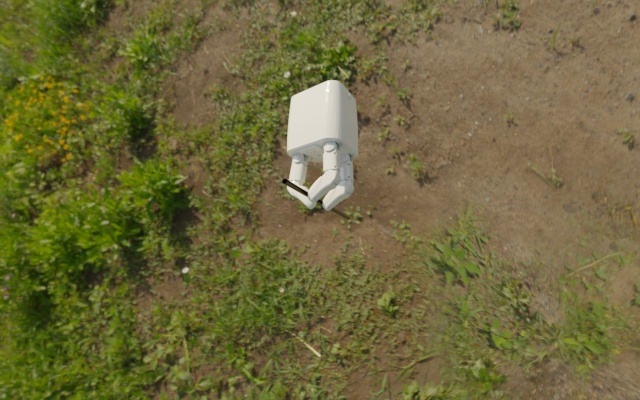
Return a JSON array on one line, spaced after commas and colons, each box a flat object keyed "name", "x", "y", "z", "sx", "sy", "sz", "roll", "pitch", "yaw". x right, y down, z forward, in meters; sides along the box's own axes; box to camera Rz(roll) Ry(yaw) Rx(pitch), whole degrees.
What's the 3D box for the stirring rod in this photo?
[{"name": "stirring rod", "x": 0.000, "y": 0.003, "z": 0.787, "sx": 0.011, "sy": 0.011, "sz": 0.239, "roll": 0, "pitch": -15, "yaw": 26}]
